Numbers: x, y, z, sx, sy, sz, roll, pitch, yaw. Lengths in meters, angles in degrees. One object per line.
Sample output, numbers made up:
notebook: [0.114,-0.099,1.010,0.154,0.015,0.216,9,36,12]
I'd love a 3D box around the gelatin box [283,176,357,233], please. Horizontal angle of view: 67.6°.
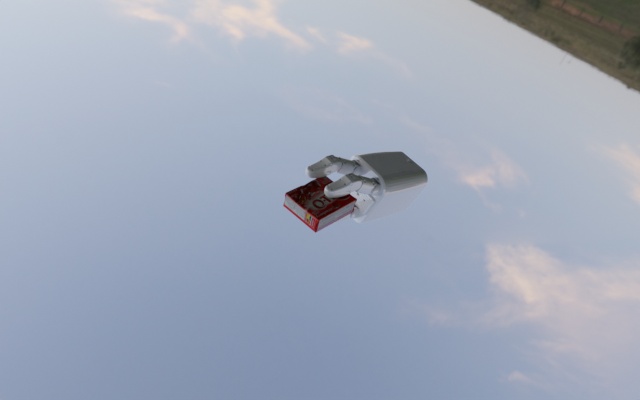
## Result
gelatin box: [0.000,0.003,0.731,0.089,0.030,0.073,-27,54,-38]
